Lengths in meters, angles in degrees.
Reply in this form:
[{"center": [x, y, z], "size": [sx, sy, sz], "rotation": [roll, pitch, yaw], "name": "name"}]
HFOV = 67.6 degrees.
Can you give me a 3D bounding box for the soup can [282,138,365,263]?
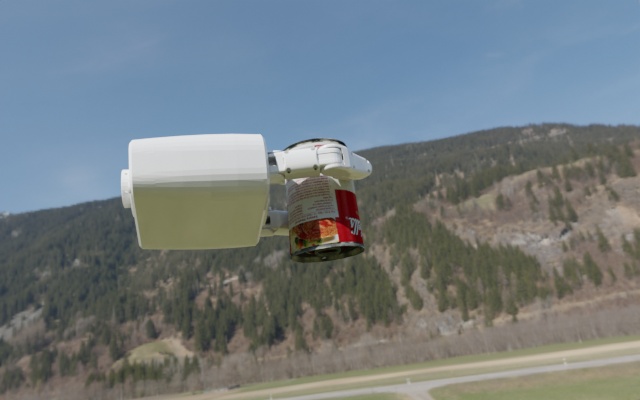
[{"center": [0.001, 0.001, 0.447], "size": [0.068, 0.102, 0.068], "rotation": [-7, -17, -2], "name": "soup can"}]
